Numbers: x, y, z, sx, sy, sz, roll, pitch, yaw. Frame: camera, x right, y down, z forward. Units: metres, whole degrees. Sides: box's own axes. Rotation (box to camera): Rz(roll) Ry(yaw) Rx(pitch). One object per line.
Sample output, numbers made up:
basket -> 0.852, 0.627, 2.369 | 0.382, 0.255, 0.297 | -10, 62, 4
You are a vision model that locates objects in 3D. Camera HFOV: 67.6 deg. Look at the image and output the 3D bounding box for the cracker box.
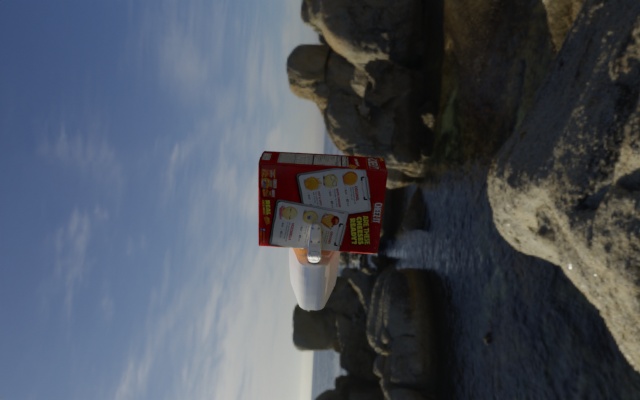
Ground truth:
cracker box -> 0.000, 0.003, 0.837 | 0.214, 0.164, 0.072 | 3, 27, 0
